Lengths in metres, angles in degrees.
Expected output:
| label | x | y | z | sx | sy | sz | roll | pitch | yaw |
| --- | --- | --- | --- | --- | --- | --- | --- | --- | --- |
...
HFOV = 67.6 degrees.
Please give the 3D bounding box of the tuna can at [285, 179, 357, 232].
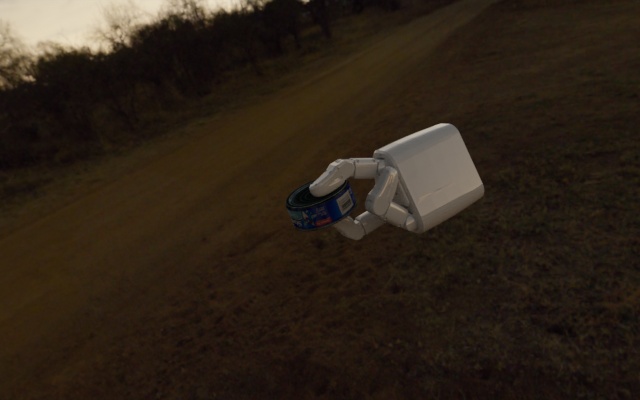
| label | x | y | z | sx | sy | sz | roll | pitch | yaw |
| --- | --- | --- | --- | --- | --- | --- | --- | --- | --- |
| tuna can | 0.000 | 0.001 | 0.599 | 0.086 | 0.034 | 0.086 | -19 | 22 | 8 |
